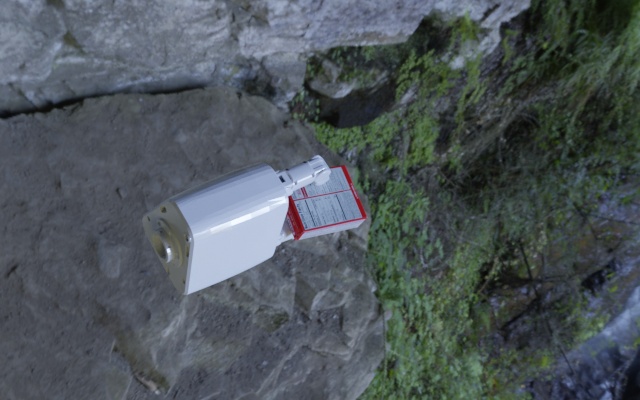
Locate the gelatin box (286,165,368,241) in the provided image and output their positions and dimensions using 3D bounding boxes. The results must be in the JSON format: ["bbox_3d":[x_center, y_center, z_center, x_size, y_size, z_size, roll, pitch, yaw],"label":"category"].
[{"bbox_3d":[0.001,0.002,0.553,0.089,0.073,0.030,-11,-22,-28],"label":"gelatin box"}]
